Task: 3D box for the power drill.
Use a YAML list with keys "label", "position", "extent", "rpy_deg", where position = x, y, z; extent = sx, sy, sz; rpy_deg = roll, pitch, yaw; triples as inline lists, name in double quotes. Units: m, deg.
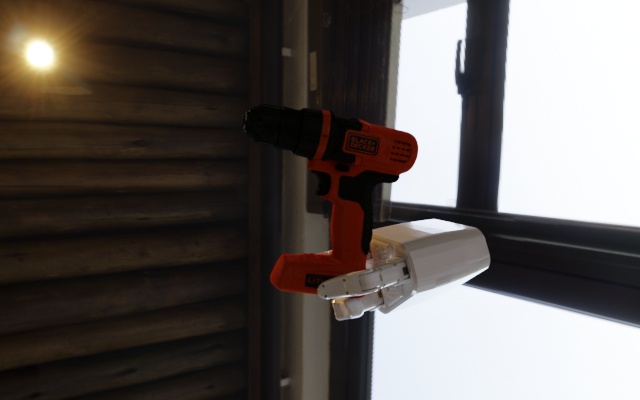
- label: "power drill"
  position: [0.000, 0.002, 0.499]
  extent: [0.184, 0.188, 0.057]
  rpy_deg: [10, 8, -12]
